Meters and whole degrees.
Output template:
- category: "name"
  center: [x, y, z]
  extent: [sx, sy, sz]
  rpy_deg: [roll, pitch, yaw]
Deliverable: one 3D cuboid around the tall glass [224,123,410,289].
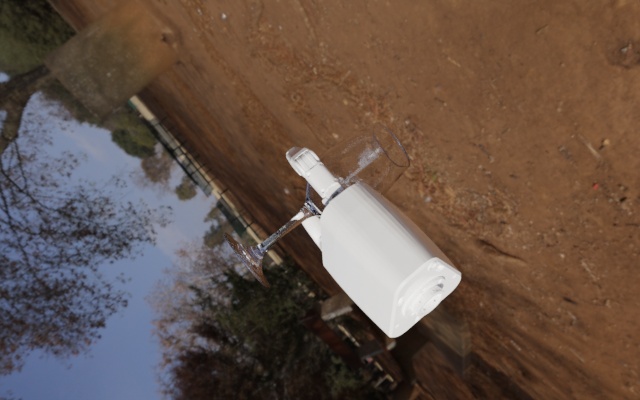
- category: "tall glass"
  center: [-0.001, 0.002, 0.509]
  extent: [0.201, 0.079, 0.079]
  rpy_deg: [-39, 5, -6]
